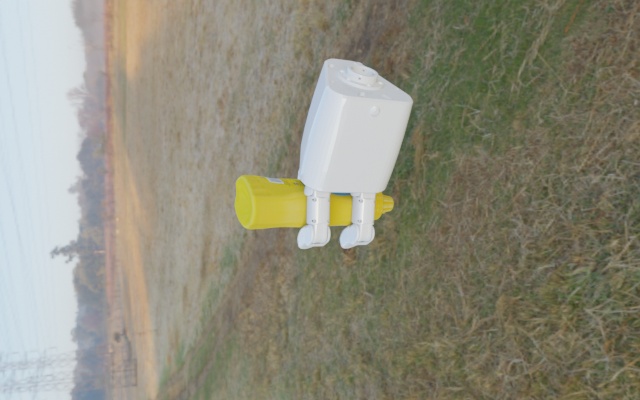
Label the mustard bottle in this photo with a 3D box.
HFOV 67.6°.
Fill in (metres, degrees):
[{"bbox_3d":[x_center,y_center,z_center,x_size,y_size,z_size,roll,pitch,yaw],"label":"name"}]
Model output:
[{"bbox_3d":[0.000,0.002,0.570,0.191,0.058,0.096,1,11,-22],"label":"mustard bottle"}]
